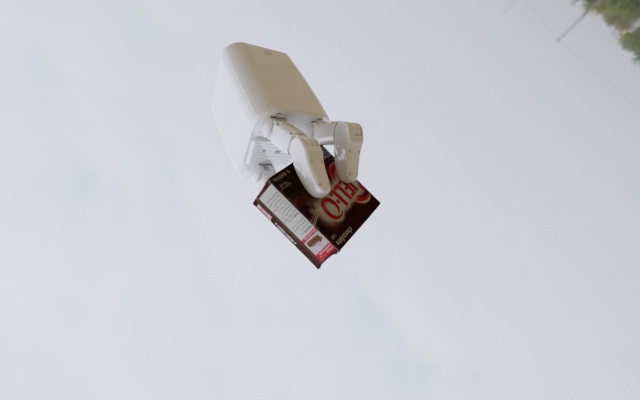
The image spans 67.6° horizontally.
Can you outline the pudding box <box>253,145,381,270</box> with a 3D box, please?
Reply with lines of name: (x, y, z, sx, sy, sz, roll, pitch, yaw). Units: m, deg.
pudding box: (0.000, 0.002, 0.465, 0.039, 0.090, 0.113, -48, -4, 37)
